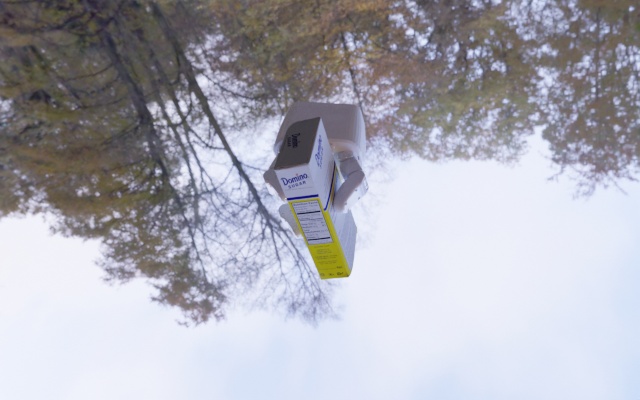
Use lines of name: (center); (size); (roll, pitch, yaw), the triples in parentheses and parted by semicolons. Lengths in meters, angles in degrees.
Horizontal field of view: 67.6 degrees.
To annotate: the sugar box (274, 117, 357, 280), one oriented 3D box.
sugar box: (0.000, 0.002, 0.564); (0.048, 0.176, 0.093); (-10, 37, 18)
